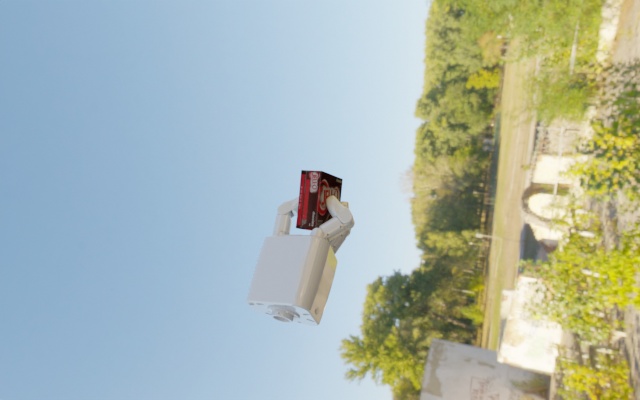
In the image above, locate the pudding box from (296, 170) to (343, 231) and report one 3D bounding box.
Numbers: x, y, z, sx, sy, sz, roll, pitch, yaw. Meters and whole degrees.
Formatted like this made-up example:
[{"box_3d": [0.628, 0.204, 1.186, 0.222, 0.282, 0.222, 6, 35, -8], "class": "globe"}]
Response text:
[{"box_3d": [0.000, 0.003, 0.754, 0.039, 0.090, 0.113, 6, -2, 17], "class": "pudding box"}]
